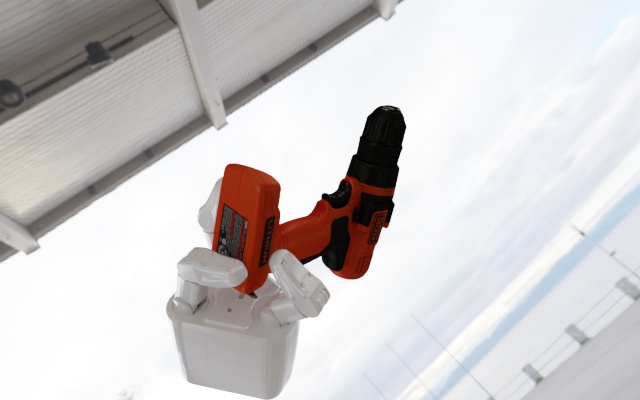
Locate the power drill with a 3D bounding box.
[{"bbox_3d":[0.000,0.002,0.433,0.187,0.184,0.057,-7,26,-44],"label":"power drill"}]
